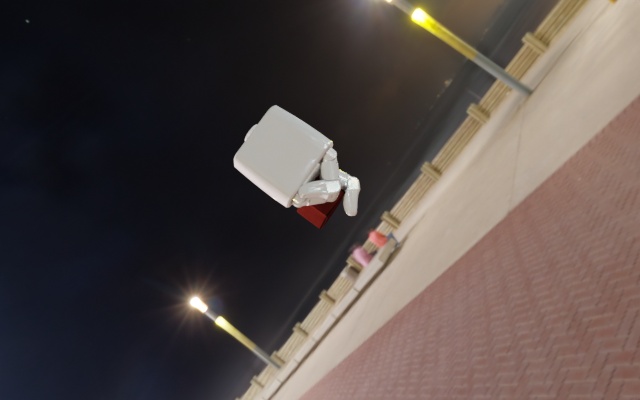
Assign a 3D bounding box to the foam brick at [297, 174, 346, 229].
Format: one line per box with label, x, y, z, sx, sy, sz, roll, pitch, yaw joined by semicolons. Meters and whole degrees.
foam brick;0.000;0.003;0.764;0.051;0.053;0.078;35;-20;4
